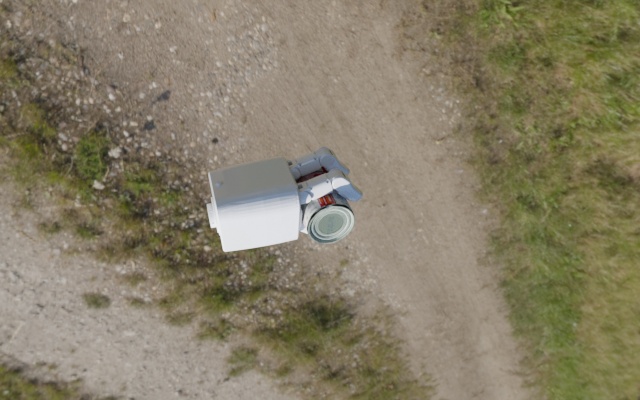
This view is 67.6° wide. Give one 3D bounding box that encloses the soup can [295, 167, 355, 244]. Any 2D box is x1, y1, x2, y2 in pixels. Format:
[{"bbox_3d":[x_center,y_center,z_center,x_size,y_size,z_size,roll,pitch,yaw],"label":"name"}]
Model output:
[{"bbox_3d":[0.001,0.002,0.661,0.068,0.068,0.102,0,37,-21],"label":"soup can"}]
